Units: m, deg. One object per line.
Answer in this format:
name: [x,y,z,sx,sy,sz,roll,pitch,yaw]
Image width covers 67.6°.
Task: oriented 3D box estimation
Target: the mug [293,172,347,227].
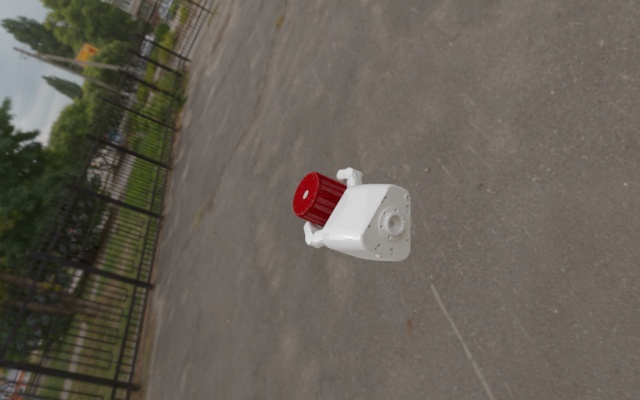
mug: [-0.001,0.003,0.828,0.081,0.093,0.117,23,-15,-28]
